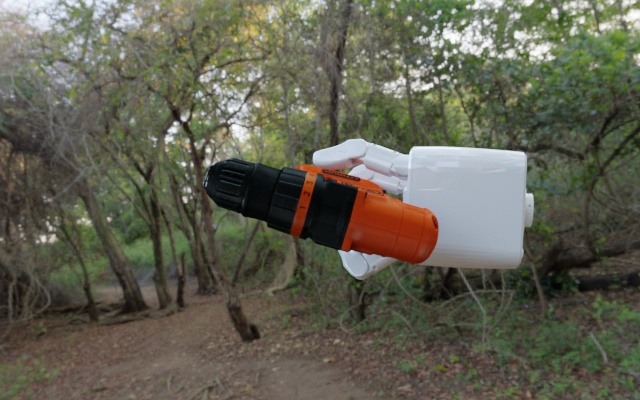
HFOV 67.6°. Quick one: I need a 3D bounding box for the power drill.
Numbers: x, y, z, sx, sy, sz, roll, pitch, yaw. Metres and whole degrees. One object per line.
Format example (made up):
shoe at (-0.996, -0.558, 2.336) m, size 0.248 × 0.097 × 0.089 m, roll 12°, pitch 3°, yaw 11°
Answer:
power drill at (0.000, 0.001, 0.438) m, size 0.184 × 0.057 × 0.187 m, roll 17°, pitch 6°, yaw -2°
